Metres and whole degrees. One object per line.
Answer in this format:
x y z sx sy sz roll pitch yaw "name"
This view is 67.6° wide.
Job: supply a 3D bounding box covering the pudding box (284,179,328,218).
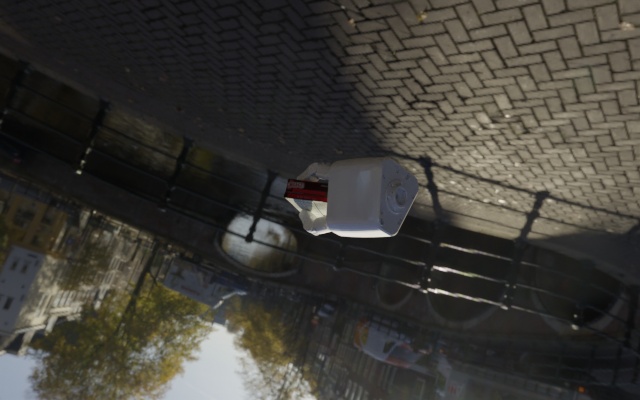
0.000 0.003 0.813 0.090 0.039 0.113 8 -19 22 "pudding box"
